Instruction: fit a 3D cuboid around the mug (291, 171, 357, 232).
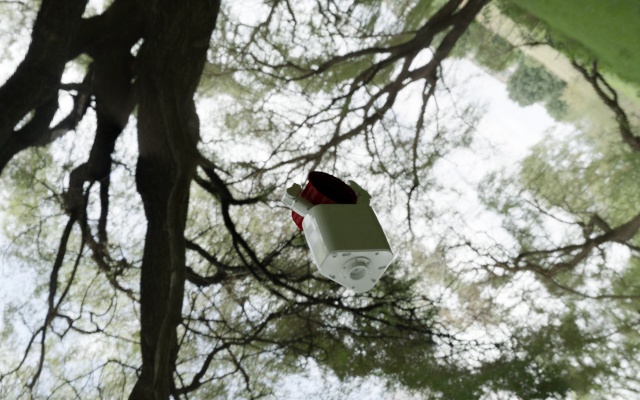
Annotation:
[{"bbox_3d":[0.000,0.002,0.813,0.093,0.081,0.117,18,29,-25],"label":"mug"}]
